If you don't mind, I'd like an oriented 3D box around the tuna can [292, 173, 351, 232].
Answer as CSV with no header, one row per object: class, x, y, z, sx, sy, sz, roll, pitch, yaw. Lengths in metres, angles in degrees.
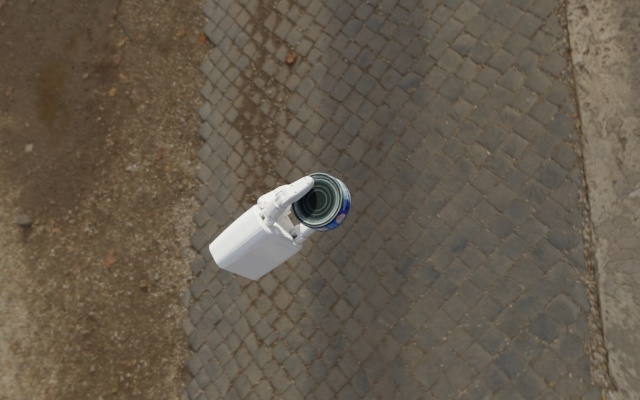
tuna can,0.000,0.002,0.718,0.086,0.086,0.034,0,-12,25
